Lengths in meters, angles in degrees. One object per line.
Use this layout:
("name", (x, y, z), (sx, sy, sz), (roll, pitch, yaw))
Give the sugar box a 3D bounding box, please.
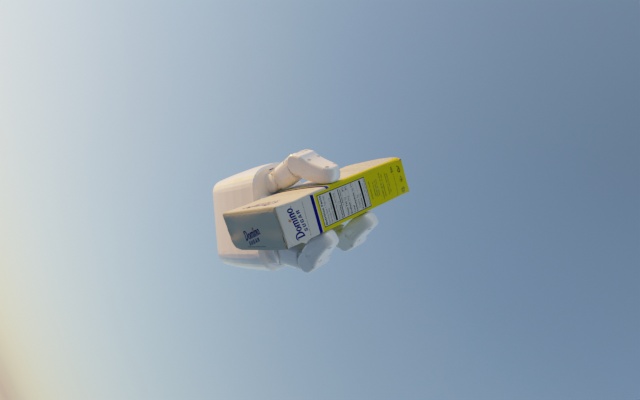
("sugar box", (0.000, 0.002, 0.489), (0.176, 0.048, 0.093), (-26, 12, -38))
